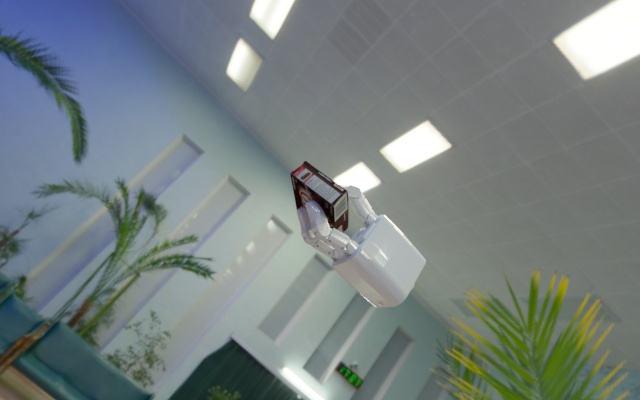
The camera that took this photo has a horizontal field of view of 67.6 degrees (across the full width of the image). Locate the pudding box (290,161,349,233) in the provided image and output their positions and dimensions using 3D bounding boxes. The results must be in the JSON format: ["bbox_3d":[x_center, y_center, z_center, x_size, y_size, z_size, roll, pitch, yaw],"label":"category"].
[{"bbox_3d":[0.000,0.002,0.751,0.090,0.039,0.114,36,-26,23],"label":"pudding box"}]
